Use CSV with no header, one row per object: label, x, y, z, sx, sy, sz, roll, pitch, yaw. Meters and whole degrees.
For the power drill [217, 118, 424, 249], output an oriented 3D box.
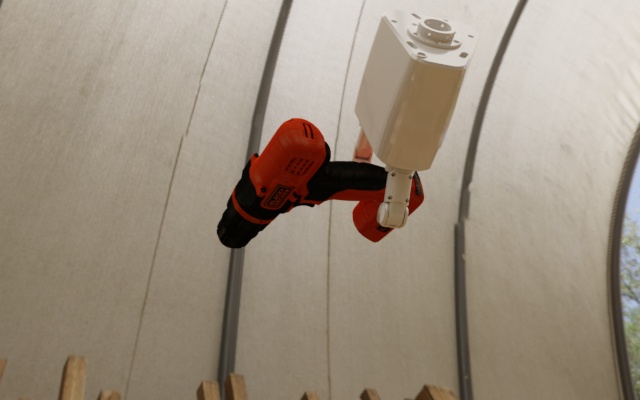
power drill,0.001,0.002,0.506,0.187,0.057,0.184,7,-37,-33
